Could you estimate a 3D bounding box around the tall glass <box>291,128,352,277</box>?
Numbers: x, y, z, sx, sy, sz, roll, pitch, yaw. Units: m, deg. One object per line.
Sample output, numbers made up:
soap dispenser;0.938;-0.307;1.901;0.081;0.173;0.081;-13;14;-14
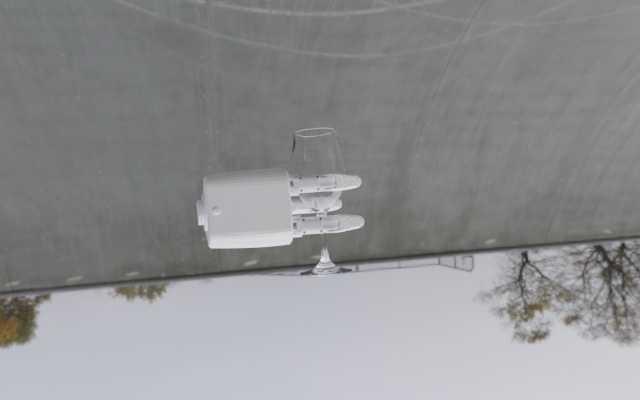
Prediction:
tall glass;0.000;0.003;0.673;0.079;0.201;0.079;-4;-1;0
